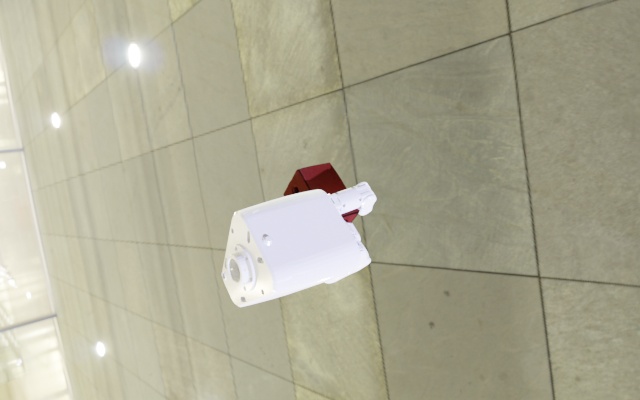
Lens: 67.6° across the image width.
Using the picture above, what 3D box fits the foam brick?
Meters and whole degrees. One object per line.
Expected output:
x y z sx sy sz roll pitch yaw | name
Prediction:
0.000 0.002 0.576 0.051 0.078 0.053 -15 -27 -34 | foam brick
